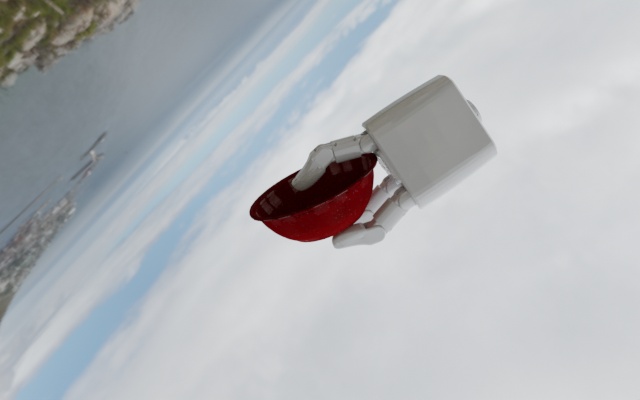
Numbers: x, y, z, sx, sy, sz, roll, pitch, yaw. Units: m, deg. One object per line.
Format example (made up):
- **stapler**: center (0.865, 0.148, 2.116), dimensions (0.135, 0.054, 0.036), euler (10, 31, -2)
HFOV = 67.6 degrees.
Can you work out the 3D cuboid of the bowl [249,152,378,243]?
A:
- **bowl**: center (-0.001, 0.003, 0.561), dimensions (0.162, 0.055, 0.162), euler (-22, 19, 8)
